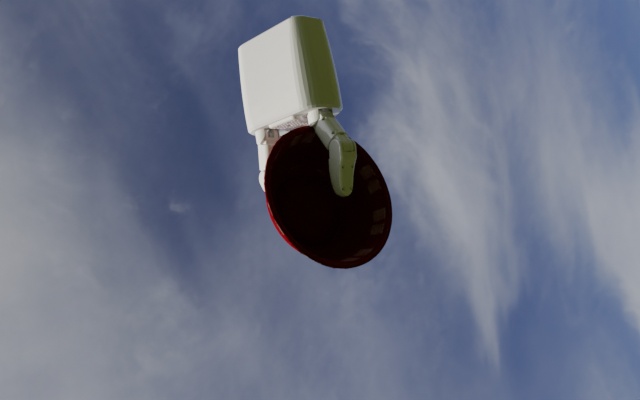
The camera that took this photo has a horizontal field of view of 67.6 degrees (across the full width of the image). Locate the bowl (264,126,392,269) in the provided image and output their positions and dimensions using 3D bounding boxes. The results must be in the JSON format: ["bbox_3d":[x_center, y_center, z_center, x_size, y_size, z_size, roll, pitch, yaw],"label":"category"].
[{"bbox_3d":[0.000,0.003,0.523,0.162,0.162,0.055,0,-21,-35],"label":"bowl"}]
